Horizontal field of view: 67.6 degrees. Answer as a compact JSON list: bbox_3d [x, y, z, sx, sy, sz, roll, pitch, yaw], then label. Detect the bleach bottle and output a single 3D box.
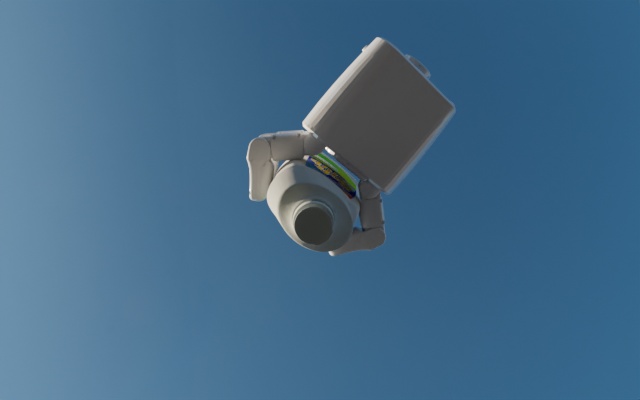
[{"bbox_3d":[0.000,0.001,0.465,0.102,0.068,0.250,40,7,-7],"label":"bleach bottle"}]
